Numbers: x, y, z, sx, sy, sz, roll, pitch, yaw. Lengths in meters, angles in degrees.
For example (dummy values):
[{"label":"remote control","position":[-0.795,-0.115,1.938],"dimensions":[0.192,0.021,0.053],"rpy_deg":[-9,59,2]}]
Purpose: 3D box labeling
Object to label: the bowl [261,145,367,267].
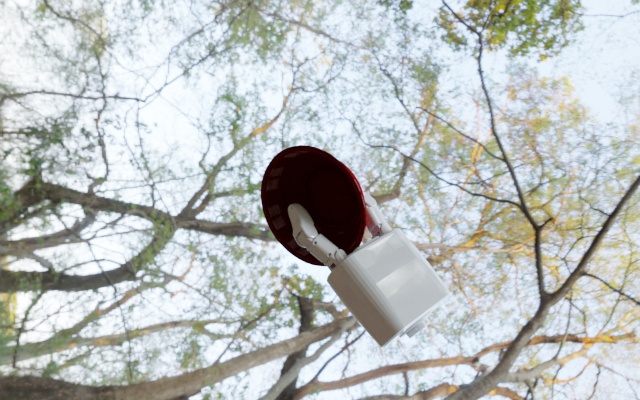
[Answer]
[{"label":"bowl","position":[0.000,0.001,0.625],"dimensions":[0.162,0.162,0.055],"rpy_deg":[0,18,35]}]
